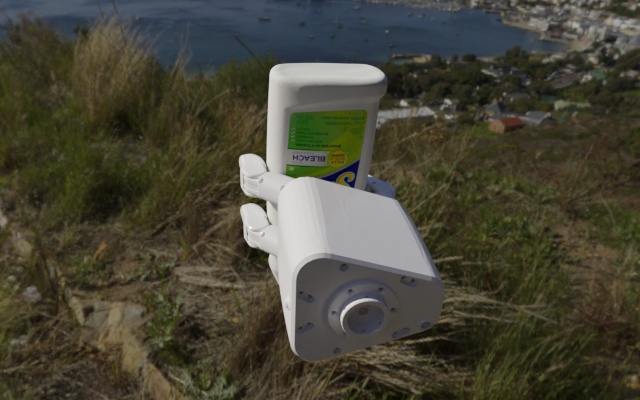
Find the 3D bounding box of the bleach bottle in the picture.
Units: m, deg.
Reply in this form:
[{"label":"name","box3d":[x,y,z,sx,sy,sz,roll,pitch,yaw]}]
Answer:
[{"label":"bleach bottle","box3d":[0.000,0.001,0.459,0.102,0.251,0.068,-2,28,-7]}]
